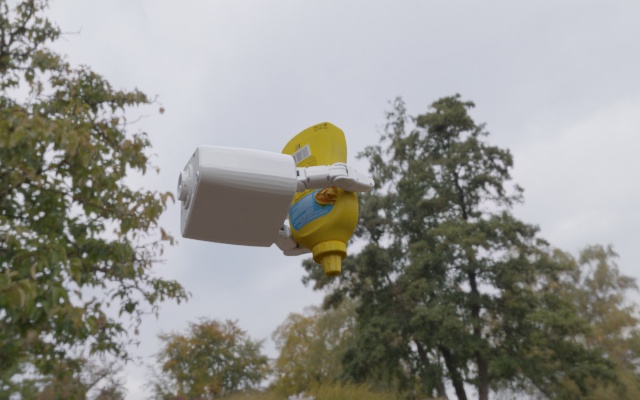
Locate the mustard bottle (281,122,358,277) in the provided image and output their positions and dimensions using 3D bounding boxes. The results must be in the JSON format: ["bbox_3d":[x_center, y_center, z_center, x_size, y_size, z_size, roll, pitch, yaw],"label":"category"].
[{"bbox_3d":[0.000,0.002,0.592,0.096,0.191,0.058,-30,-36,31],"label":"mustard bottle"}]
